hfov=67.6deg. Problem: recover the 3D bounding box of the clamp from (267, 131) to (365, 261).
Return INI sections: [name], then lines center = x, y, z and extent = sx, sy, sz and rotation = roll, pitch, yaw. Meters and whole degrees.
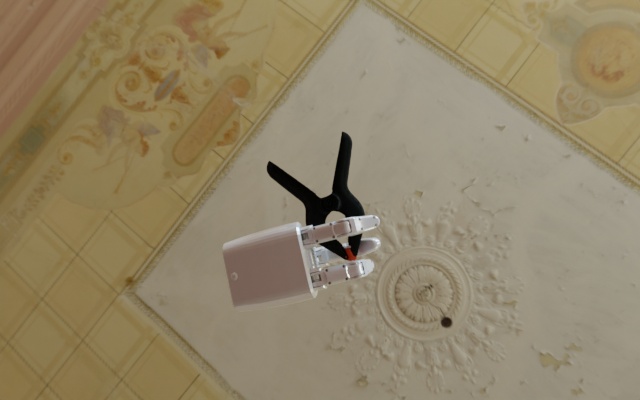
[clamp]
center = 0.000, 0.002, 0.637
extent = 0.120, 0.171, 0.039
rotation = -14, -8, 6
